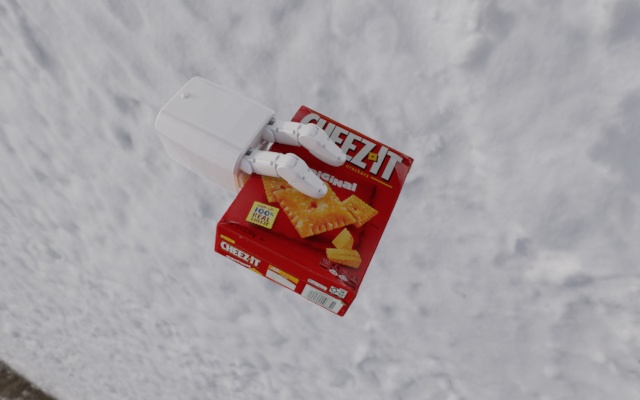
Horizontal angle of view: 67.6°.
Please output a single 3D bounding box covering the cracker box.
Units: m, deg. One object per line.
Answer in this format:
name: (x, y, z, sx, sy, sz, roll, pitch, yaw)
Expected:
cracker box: (0.000, 0.002, 0.566, 0.164, 0.213, 0.072, 27, -36, 3)
